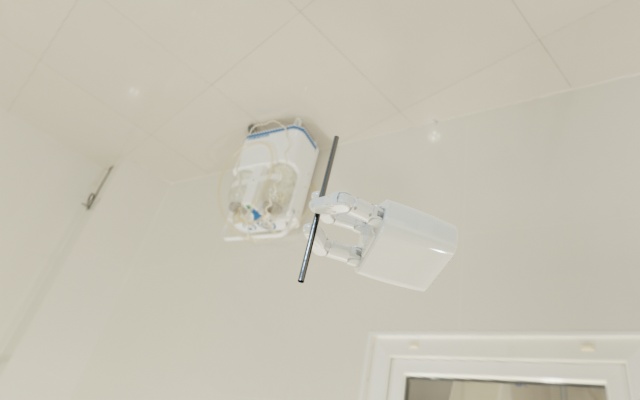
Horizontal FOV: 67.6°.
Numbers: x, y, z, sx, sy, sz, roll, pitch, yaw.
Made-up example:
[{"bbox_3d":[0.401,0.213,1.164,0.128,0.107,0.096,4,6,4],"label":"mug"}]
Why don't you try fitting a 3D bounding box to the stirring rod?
[{"bbox_3d":[0.000,0.002,0.649,0.011,0.239,0.011,10,-34,7],"label":"stirring rod"}]
